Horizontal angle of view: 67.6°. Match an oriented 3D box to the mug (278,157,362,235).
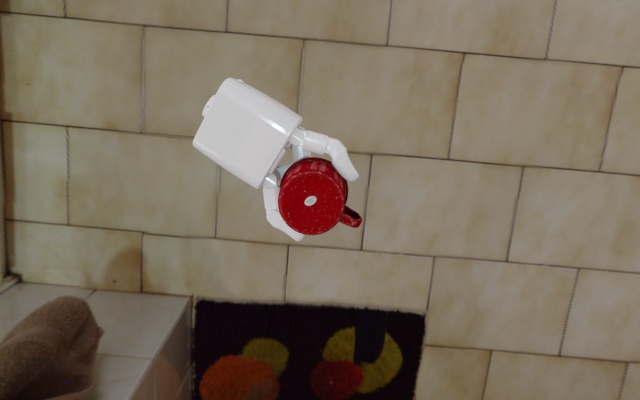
[{"bbox_3d":[0.001,0.003,0.605,0.117,0.093,0.081,32,11,-5],"label":"mug"}]
